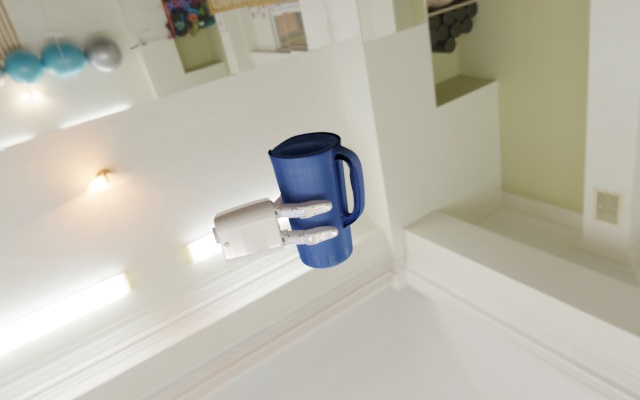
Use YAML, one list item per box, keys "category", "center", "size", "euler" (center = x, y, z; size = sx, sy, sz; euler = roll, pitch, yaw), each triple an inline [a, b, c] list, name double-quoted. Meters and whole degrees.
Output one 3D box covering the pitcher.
- category: "pitcher"
  center: [0.000, 0.003, 0.890]
  size: [0.145, 0.243, 0.149]
  euler: [-16, 25, -9]
